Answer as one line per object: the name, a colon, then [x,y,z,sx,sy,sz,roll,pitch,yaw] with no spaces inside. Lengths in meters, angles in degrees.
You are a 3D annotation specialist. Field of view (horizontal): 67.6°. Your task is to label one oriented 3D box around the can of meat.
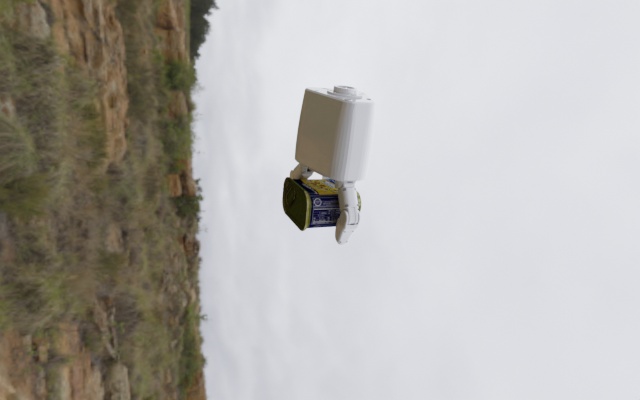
can of meat: [0.000,0.002,0.692,0.084,0.057,0.102,-2,19,-23]
